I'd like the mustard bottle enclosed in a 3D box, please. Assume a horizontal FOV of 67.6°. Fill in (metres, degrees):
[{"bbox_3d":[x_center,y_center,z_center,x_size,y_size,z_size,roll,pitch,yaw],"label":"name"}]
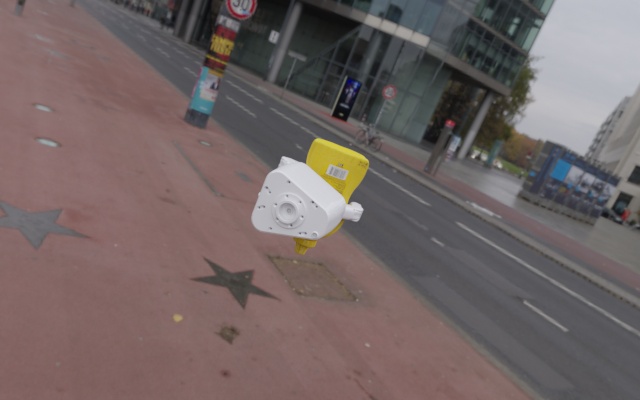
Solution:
[{"bbox_3d":[0.000,0.002,0.786,0.096,0.192,0.058,19,14,-15],"label":"mustard bottle"}]
